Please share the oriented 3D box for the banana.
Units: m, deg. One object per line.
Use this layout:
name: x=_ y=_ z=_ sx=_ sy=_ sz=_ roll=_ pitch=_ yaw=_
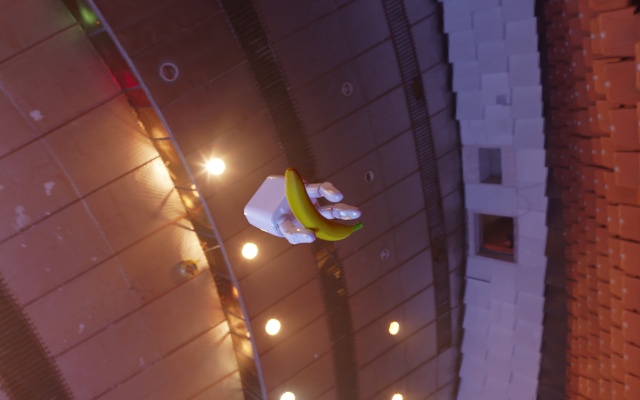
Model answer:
banana: x=-0.008 y=0.020 z=0.827 sx=0.198 sy=0.069 sz=0.037 roll=38 pitch=-10 yaw=-37
